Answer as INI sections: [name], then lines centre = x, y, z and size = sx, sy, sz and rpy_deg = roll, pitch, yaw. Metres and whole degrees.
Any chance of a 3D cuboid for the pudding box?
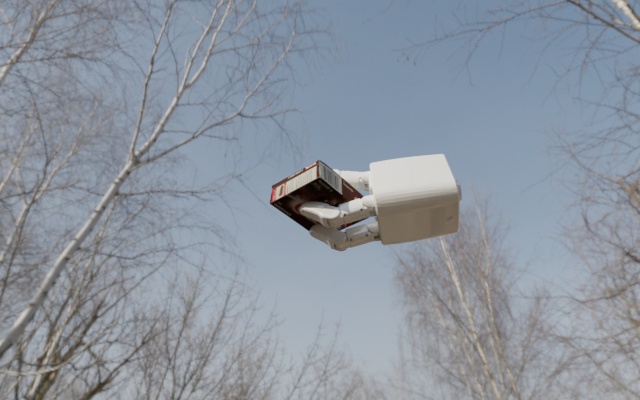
[pudding box]
centre = 0.000, 0.002, 0.665
size = 0.090, 0.039, 0.113
rpy_deg = -27, -49, 30
